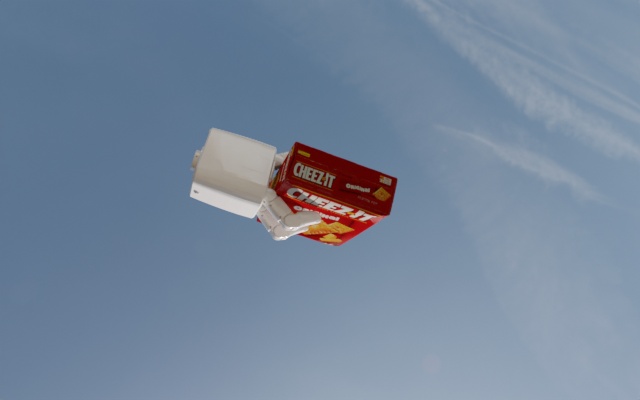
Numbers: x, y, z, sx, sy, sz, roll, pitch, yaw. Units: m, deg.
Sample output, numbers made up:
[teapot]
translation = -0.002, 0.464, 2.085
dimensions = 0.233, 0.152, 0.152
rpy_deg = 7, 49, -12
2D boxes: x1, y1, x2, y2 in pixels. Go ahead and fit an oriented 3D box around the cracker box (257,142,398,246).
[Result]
[cracker box]
translation = 0.000, 0.002, 0.771
dimensions = 0.164, 0.072, 0.214
rpy_deg = 18, -22, -12
